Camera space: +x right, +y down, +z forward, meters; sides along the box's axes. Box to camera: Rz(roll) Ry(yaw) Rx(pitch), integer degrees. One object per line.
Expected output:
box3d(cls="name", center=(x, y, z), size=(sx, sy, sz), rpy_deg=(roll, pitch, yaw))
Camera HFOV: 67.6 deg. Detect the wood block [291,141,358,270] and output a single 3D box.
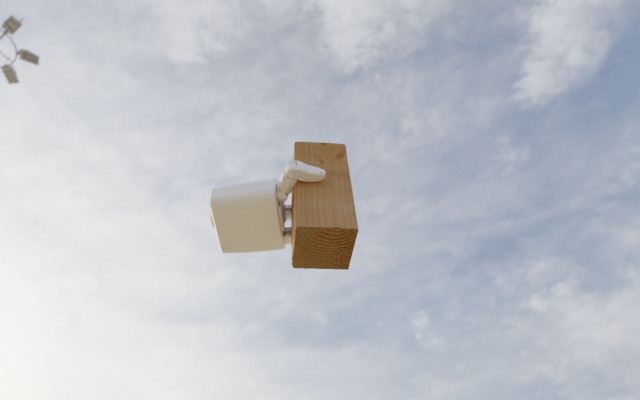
box3d(cls="wood block", center=(0.000, 0.002, 0.765), size=(0.090, 0.091, 0.206), rpy_deg=(3, 42, -6))
